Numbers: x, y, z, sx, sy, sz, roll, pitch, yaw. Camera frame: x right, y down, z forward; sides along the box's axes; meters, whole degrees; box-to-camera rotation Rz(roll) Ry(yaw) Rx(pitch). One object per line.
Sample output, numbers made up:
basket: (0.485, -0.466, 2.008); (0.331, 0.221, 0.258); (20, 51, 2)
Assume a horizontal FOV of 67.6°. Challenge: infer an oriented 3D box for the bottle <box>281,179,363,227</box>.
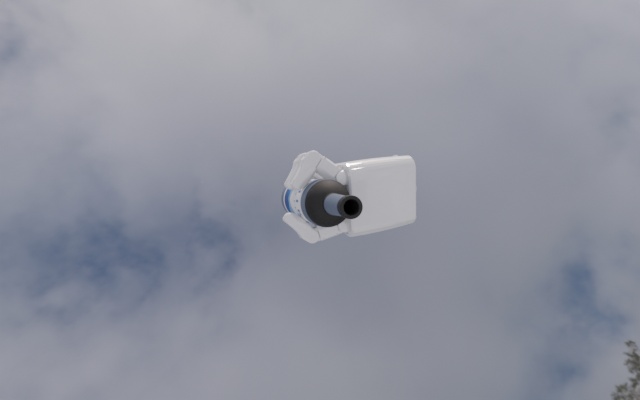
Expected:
bottle: (0.000, 0.002, 0.685); (0.069, 0.069, 0.295); (0, 2, -14)
